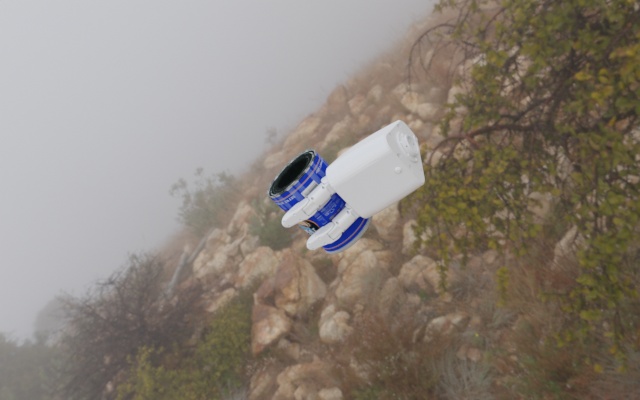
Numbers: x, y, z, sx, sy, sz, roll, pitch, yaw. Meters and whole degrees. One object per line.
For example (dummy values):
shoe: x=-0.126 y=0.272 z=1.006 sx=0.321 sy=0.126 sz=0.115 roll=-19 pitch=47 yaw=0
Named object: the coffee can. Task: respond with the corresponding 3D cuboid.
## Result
coffee can: x=0.000 y=0.003 z=0.760 sx=0.140 sy=0.102 sz=0.103 roll=45 pitch=-19 yaw=-21
